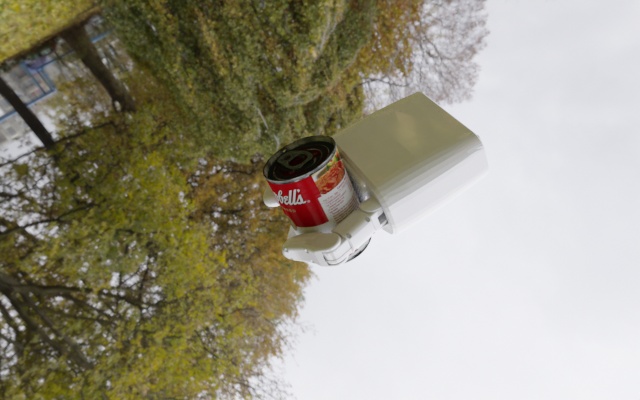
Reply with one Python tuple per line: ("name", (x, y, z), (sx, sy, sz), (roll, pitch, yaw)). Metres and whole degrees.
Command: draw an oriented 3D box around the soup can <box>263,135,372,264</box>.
("soup can", (0.000, 0.002, 0.433), (0.068, 0.102, 0.068), (-18, 32, 12))
